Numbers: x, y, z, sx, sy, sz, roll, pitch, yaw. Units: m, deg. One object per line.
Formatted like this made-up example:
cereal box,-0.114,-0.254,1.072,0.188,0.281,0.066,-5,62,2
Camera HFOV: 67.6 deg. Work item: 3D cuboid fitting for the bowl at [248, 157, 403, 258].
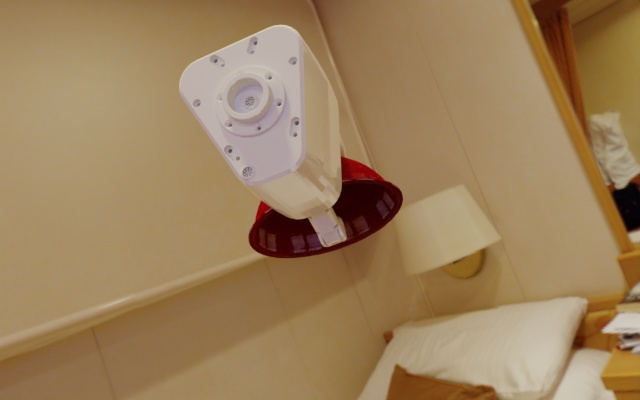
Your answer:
bowl,0.000,0.002,0.496,0.162,0.055,0.162,-14,-27,-7
